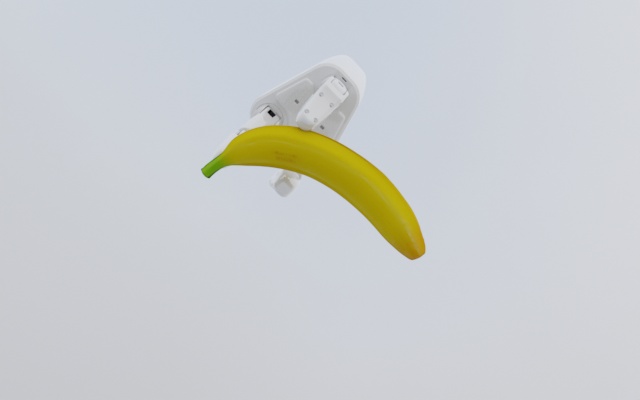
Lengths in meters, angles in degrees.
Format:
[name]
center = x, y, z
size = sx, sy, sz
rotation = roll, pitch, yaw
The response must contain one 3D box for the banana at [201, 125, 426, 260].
[banana]
center = 0.004, -0.017, 0.400
size = 0.198, 0.069, 0.037
rotation = 22, 6, 6
